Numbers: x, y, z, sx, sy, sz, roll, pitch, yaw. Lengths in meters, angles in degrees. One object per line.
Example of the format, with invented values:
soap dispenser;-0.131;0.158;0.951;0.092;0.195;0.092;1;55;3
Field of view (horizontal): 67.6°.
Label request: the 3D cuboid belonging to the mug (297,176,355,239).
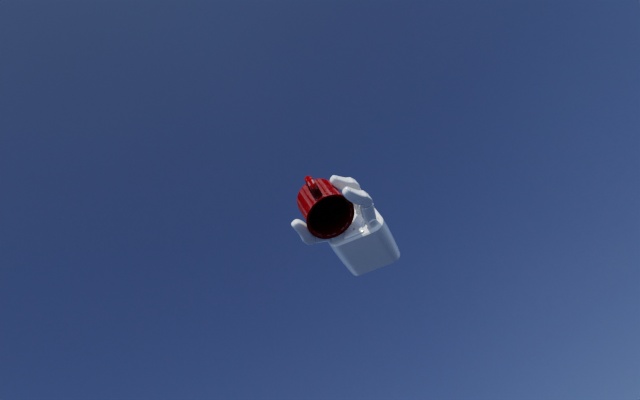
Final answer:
mug;-0.001;0.002;0.878;0.093;0.117;0.081;-33;35;-2
